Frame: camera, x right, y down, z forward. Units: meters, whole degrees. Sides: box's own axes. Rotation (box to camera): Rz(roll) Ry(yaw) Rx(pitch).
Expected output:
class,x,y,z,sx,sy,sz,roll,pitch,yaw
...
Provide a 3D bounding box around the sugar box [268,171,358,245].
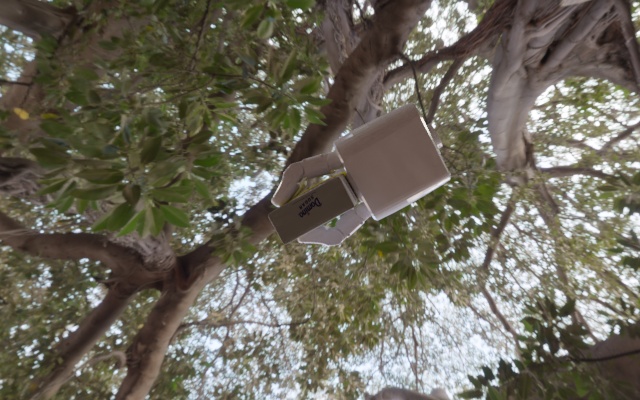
class,x,y,z,sx,sy,sz,roll,pitch,yaw
sugar box,0.000,0.001,0.605,0.093,0.048,0.176,-29,-1,9
